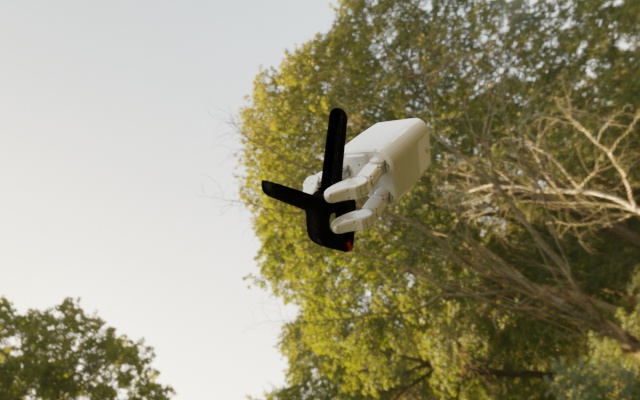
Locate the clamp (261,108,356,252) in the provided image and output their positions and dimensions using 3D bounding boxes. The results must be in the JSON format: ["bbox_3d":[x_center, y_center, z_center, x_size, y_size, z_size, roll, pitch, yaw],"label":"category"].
[{"bbox_3d":[0.000,0.002,0.653,0.036,0.210,0.164,17,46,37],"label":"clamp"}]
